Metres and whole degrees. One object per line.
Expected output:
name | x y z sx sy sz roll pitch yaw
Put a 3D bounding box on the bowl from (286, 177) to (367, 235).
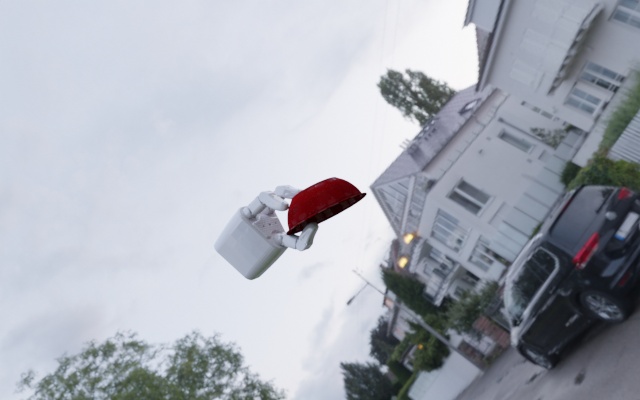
bowl | 0.001 0.002 0.856 0.162 0.055 0.162 -26 -8 -4
